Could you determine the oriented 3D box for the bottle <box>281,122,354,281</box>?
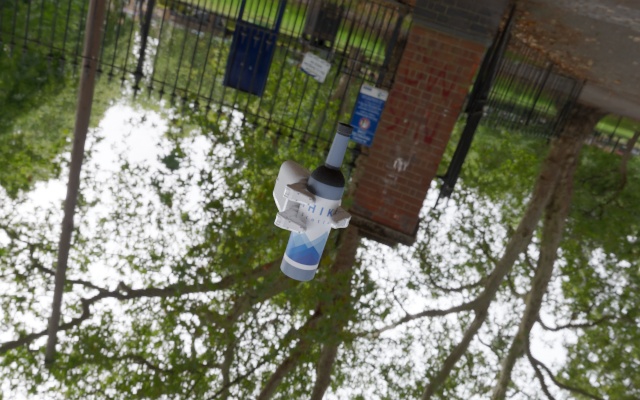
[{"bbox_3d":[0.000,0.003,0.867,0.069,0.296,0.069,17,18,-5],"label":"bottle"}]
